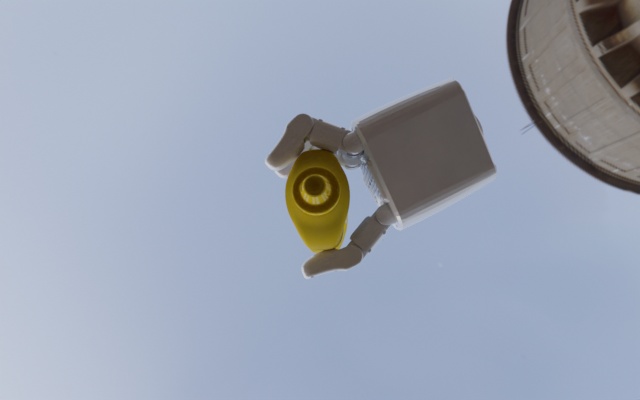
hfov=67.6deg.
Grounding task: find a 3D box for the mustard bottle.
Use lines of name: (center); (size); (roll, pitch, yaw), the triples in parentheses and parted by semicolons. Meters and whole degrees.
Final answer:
mustard bottle: (0.000, 0.002, 0.471); (0.058, 0.096, 0.191); (-2, -8, 2)
